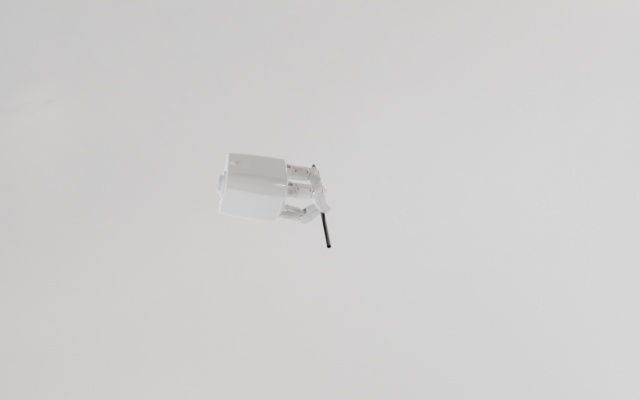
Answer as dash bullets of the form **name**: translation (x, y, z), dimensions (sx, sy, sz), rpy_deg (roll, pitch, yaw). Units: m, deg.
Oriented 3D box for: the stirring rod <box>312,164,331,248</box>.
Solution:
- **stirring rod**: translation (0.000, 0.003, 0.896), dimensions (0.011, 0.011, 0.239), rpy_deg (0, 38, -9)
